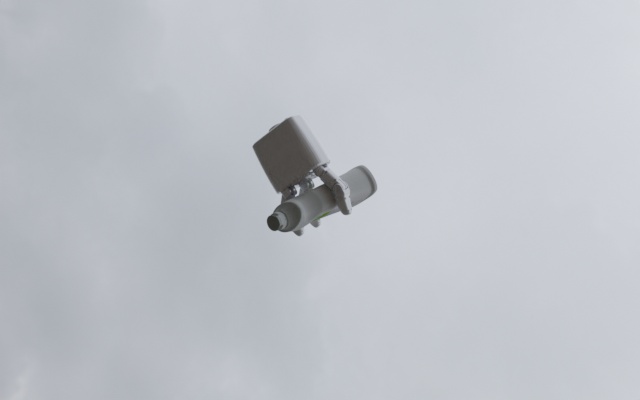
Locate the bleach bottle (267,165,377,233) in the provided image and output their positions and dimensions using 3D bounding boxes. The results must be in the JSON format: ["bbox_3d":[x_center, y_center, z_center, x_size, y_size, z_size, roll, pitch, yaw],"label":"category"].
[{"bbox_3d":[0.000,0.003,0.881,0.102,0.068,0.251,-36,-8,39],"label":"bleach bottle"}]
